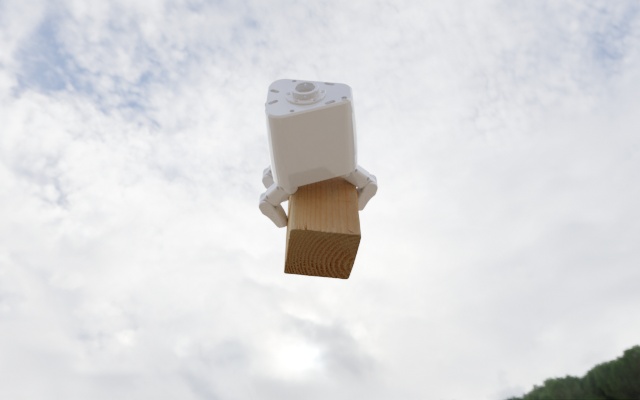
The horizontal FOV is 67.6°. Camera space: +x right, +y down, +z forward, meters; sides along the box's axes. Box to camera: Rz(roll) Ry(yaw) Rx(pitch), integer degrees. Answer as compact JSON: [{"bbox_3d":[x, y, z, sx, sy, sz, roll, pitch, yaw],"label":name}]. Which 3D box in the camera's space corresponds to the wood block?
[{"bbox_3d":[0.000,0.002,0.682,0.091,0.090,0.206,6,42,-6],"label":"wood block"}]
